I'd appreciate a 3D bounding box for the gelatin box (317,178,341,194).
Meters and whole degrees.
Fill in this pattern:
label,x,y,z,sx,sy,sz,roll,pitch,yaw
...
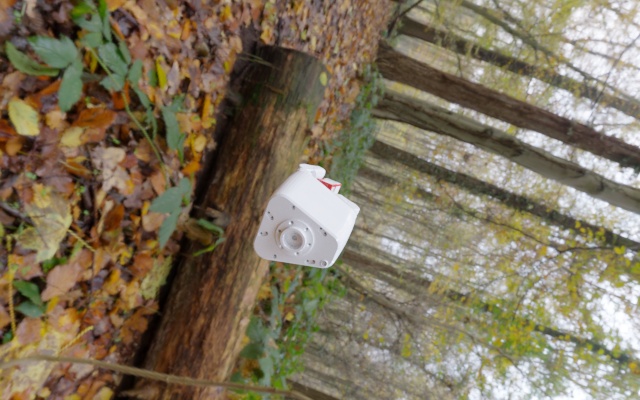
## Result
label,x,y,z,sx,sy,sz,roll,pitch,yaw
gelatin box,0.001,0.003,0.759,0.030,0.073,0.089,24,7,9
